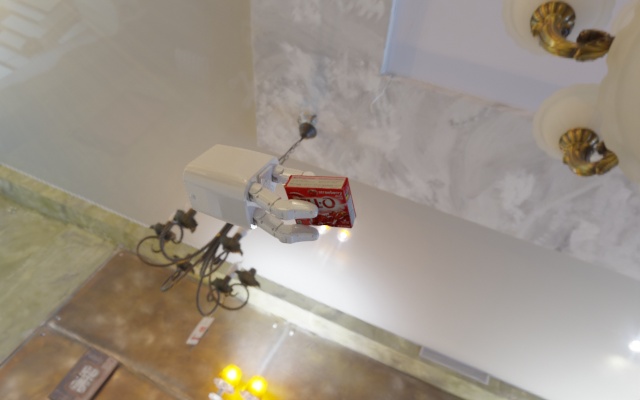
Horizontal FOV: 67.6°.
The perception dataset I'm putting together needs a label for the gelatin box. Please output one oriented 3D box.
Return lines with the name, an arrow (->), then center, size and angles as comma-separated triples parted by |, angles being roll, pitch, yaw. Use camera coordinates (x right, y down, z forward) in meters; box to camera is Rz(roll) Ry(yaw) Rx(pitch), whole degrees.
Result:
gelatin box -> 0.001, 0.002, 0.670 | 0.089, 0.073, 0.030 | 3, 42, 21
